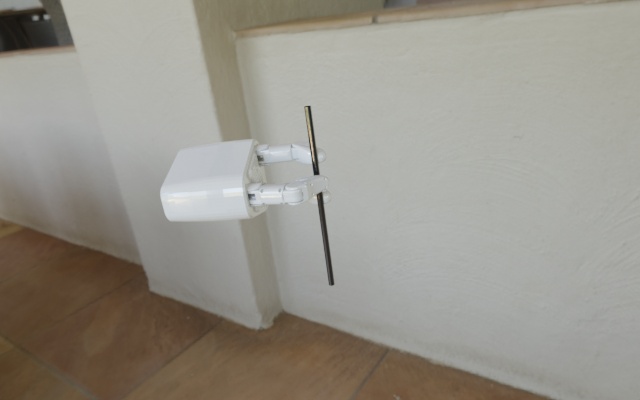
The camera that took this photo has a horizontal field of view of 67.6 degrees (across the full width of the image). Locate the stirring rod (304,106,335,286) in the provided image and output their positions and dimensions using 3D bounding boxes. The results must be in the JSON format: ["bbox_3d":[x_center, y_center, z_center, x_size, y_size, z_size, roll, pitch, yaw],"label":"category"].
[{"bbox_3d":[0.000,0.002,0.596,0.011,0.240,0.011,-7,22,3],"label":"stirring rod"}]
